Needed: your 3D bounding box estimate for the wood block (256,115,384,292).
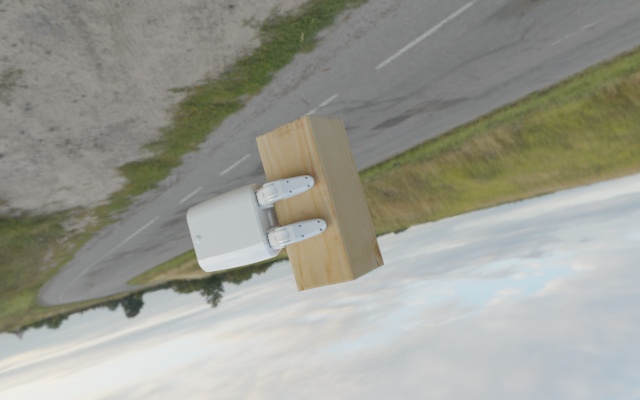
[{"bbox_3d":[0.000,0.002,0.629,0.090,0.206,0.091,-18,-4,31],"label":"wood block"}]
